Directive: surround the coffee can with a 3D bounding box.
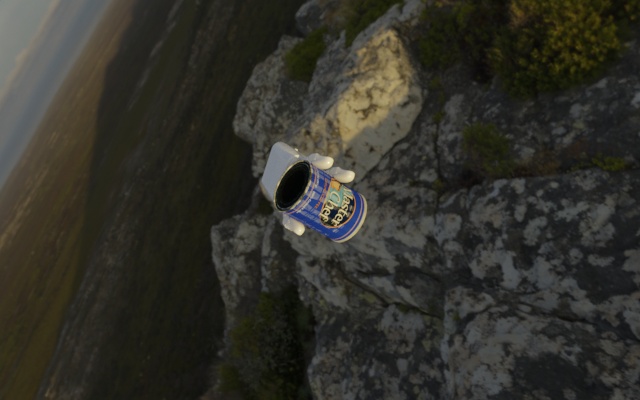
[{"bbox_3d":[0.000,0.003,0.870,0.140,0.102,0.103,30,-18,-33],"label":"coffee can"}]
